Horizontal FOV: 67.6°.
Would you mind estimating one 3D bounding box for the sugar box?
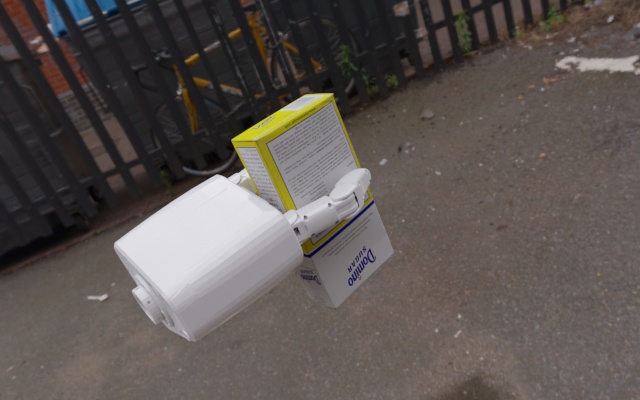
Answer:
[{"bbox_3d":[0.000,0.001,0.438,0.093,0.176,0.048,-37,30,-30],"label":"sugar box"}]
